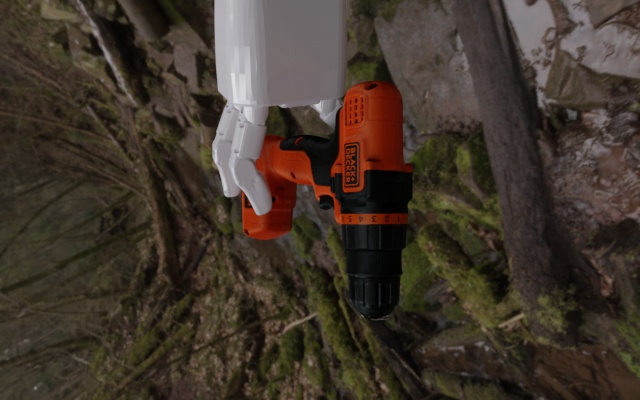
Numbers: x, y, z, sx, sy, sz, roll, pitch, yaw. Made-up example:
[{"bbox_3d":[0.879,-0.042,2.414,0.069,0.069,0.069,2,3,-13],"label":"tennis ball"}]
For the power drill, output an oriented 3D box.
[{"bbox_3d":[0.000,0.001,0.426,0.057,0.184,0.187,3,-3,-40],"label":"power drill"}]
